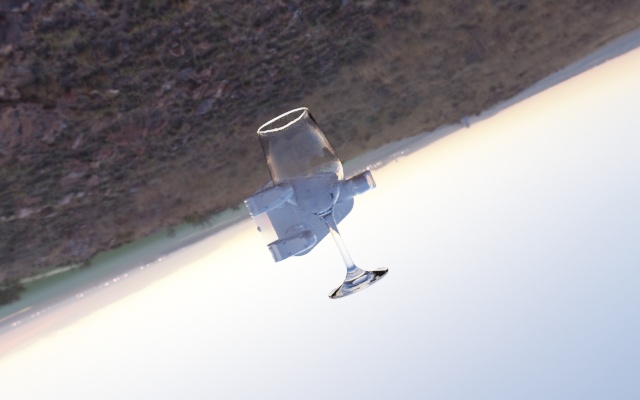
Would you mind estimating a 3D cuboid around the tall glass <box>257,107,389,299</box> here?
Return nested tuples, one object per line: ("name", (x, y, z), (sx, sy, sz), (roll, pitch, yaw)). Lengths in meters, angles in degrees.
("tall glass", (0.000, 0.002, 0.527), (0.079, 0.201, 0.079), (-25, 1, 0))
